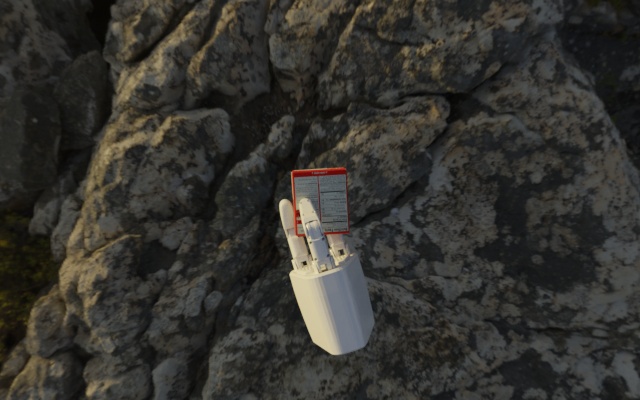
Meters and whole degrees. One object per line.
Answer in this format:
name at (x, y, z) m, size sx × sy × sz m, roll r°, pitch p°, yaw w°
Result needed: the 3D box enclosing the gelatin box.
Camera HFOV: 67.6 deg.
gelatin box at (0.000, 0.002, 0.641) m, size 0.073 × 0.089 × 0.030 m, roll -4°, pitch 6°, yaw -2°
